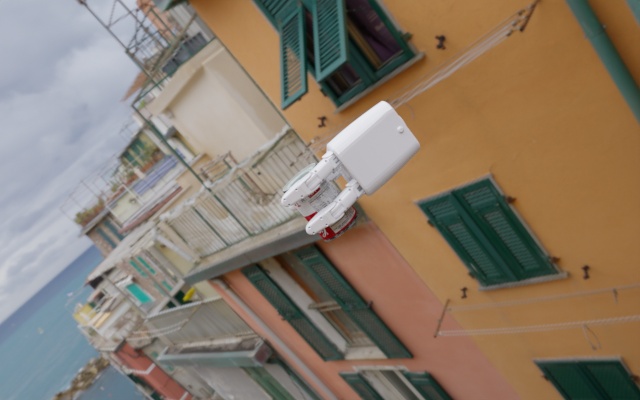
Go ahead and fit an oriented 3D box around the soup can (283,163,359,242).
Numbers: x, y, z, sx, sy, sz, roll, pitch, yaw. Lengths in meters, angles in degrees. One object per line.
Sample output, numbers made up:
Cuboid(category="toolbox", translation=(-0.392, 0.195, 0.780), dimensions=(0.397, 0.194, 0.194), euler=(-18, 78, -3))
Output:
Cuboid(category="soup can", translation=(0.000, 0.002, 0.721), dimensions=(0.068, 0.102, 0.068), euler=(-38, 14, 11))
